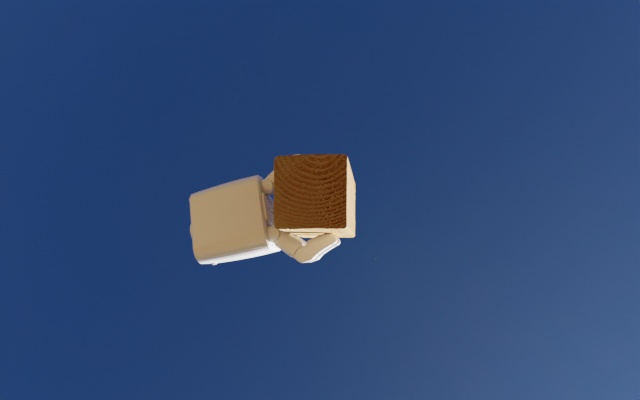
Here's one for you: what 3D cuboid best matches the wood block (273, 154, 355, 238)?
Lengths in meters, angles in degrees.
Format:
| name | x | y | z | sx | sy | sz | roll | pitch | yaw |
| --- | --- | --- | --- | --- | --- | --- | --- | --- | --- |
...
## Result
| name | x | y | z | sx | sy | sz | roll | pitch | yaw |
| --- | --- | --- | --- | --- | --- | --- | --- | --- | --- |
| wood block | 0.000 | 0.002 | 0.663 | 0.090 | 0.091 | 0.206 | -1 | -7 | 6 |
